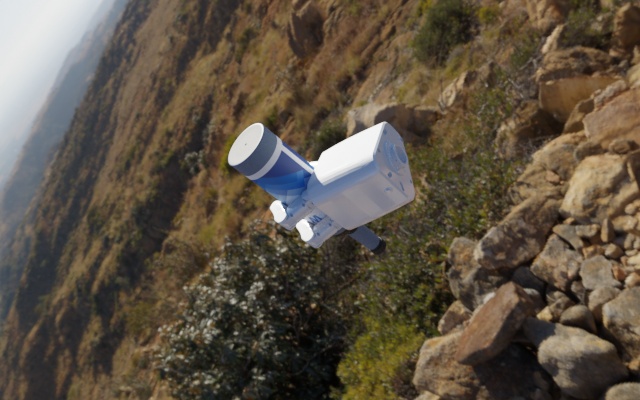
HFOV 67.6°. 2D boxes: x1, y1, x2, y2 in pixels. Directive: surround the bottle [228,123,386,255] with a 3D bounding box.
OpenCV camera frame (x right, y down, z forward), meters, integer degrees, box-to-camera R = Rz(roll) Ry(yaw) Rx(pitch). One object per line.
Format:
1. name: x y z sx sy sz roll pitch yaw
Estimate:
1. bottle: 0.000 0.002 0.693 0.069 0.069 0.296 0 -30 49
